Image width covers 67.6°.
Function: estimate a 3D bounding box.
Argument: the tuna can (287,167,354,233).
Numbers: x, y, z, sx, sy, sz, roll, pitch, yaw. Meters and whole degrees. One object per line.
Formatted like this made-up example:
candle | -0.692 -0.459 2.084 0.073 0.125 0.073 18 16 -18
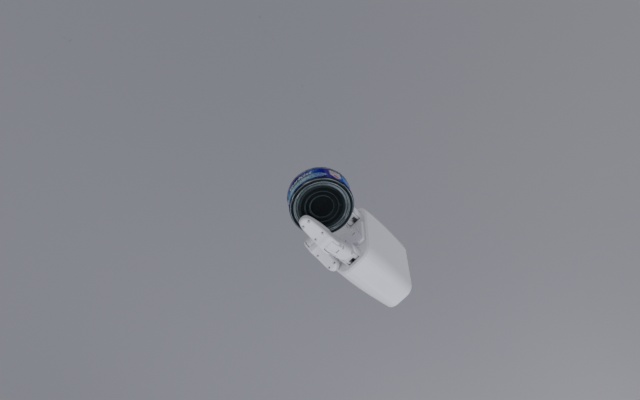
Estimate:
tuna can | 0.000 0.002 0.623 0.086 0.086 0.033 0 26 -8
